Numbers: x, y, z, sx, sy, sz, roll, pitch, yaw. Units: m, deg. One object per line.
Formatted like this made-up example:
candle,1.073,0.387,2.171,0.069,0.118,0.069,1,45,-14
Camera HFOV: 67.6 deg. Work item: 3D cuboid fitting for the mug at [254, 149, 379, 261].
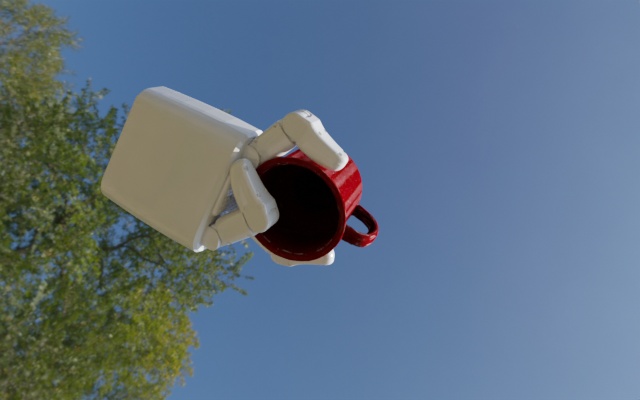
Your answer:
mug,0.001,0.002,0.429,0.117,0.093,0.081,28,27,8
